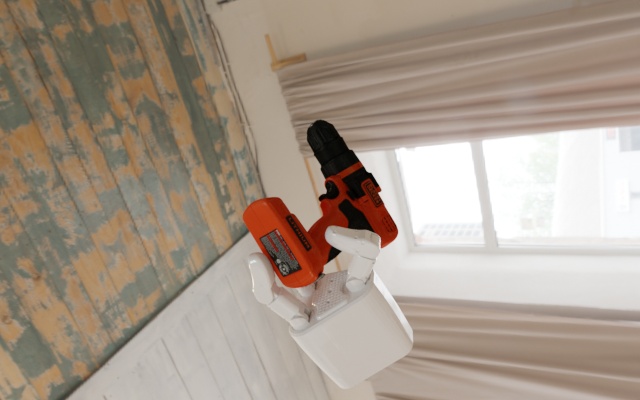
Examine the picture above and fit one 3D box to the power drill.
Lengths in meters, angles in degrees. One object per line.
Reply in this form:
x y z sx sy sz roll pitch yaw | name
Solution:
0.000 0.002 0.564 0.187 0.184 0.057 -32 -1 -45 | power drill
